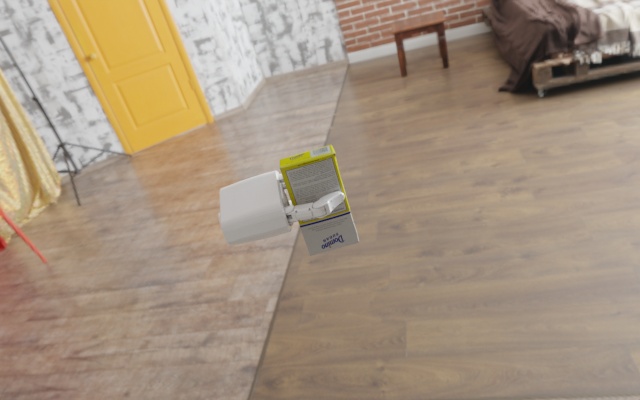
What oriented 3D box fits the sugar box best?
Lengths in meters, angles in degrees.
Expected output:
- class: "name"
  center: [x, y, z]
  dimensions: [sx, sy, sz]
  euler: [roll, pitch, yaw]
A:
- class: "sugar box"
  center: [0.000, 0.002, 0.814]
  dimensions: [0.093, 0.176, 0.048]
  euler: [-15, 29, 2]
